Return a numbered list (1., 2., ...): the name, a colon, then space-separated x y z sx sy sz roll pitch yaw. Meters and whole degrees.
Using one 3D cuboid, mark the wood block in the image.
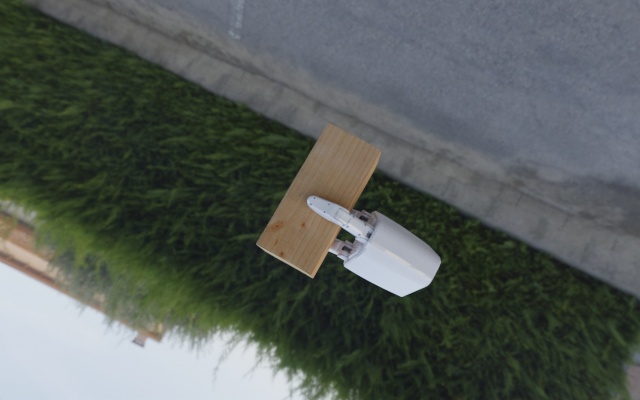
1. wood block: 0.000 0.003 0.716 0.090 0.206 0.091 29 -10 7
